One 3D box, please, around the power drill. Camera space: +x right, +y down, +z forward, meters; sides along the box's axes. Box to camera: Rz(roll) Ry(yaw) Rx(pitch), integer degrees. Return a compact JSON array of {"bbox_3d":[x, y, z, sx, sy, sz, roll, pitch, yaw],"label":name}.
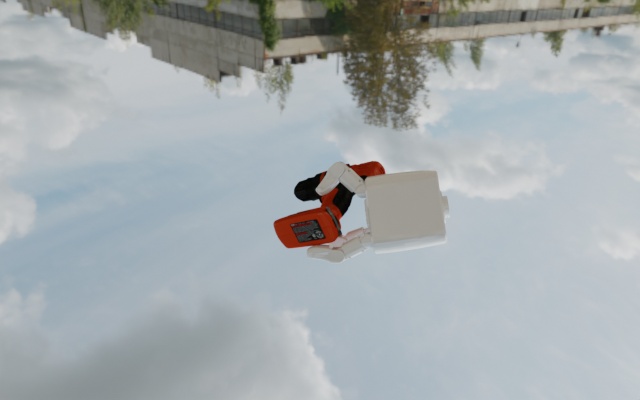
[{"bbox_3d":[0.000,0.003,0.789,0.184,0.057,0.187,-14,24,35],"label":"power drill"}]
